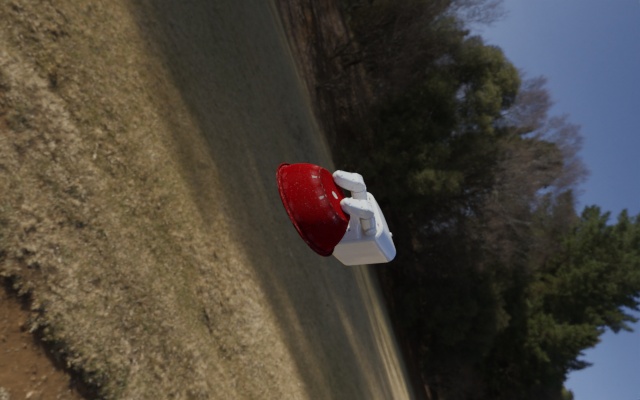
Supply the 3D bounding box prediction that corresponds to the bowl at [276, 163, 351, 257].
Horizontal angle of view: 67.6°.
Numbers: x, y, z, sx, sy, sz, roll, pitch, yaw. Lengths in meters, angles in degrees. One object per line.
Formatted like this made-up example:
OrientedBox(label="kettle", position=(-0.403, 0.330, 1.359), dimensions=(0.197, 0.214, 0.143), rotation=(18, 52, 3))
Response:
OrientedBox(label="bowl", position=(0.000, 0.002, 0.732), dimensions=(0.055, 0.162, 0.162), rotation=(-28, -9, 18))
